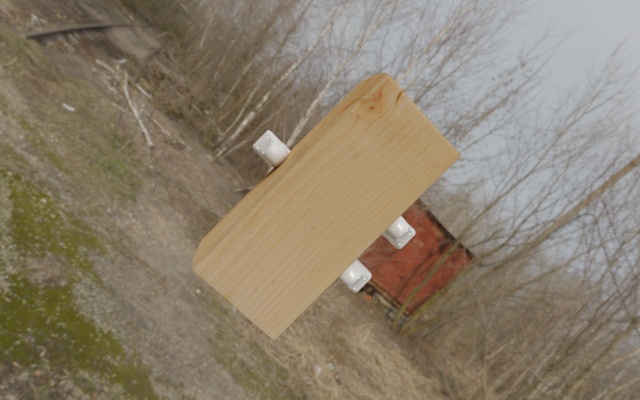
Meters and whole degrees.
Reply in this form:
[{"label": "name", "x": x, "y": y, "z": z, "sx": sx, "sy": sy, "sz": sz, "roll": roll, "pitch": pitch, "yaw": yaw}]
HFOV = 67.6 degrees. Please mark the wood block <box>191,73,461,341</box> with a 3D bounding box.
[{"label": "wood block", "x": 0.000, "y": 0.001, "z": 0.403, "sx": 0.091, "sy": 0.206, "sz": 0.090, "roll": 44, "pitch": 2, "yaw": -13}]
